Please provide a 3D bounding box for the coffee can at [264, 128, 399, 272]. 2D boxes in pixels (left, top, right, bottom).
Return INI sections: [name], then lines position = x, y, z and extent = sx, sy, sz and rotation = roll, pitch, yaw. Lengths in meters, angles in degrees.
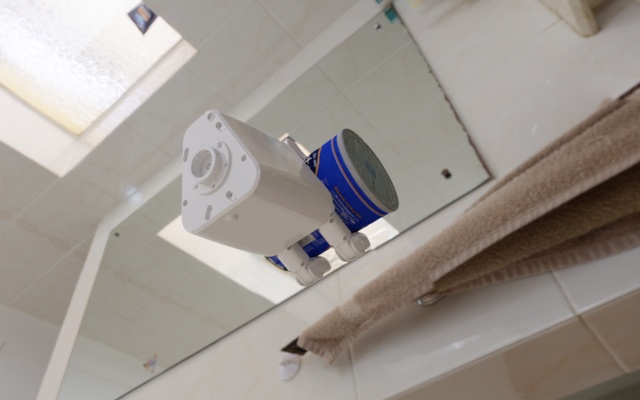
[coffee can]
position = 0.000, 0.002, 0.530
extent = 0.140, 0.102, 0.103
rotation = -33, -14, 22
